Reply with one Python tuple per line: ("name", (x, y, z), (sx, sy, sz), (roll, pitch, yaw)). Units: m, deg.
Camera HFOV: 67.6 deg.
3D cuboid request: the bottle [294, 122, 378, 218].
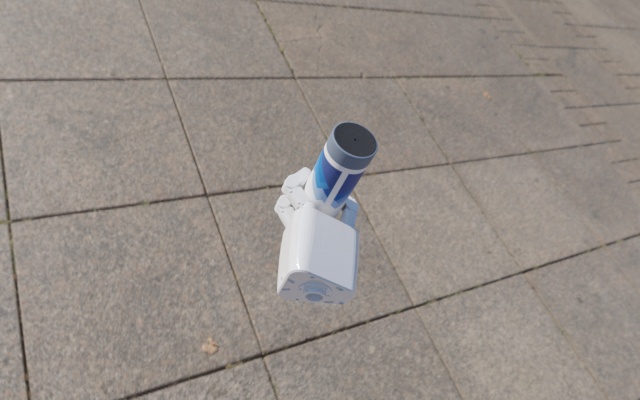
("bottle", (0.000, 0.002, 0.750), (0.069, 0.069, 0.296), (0, -35, -23))
